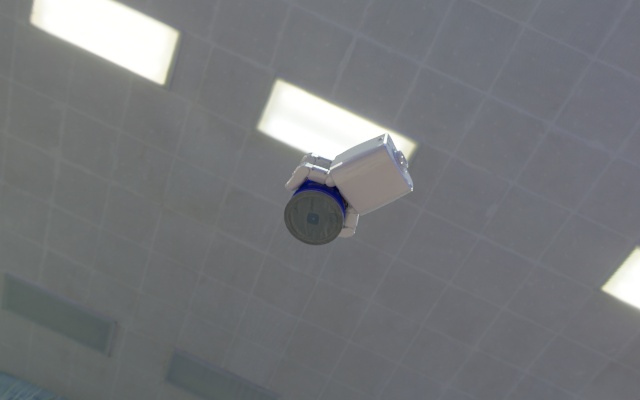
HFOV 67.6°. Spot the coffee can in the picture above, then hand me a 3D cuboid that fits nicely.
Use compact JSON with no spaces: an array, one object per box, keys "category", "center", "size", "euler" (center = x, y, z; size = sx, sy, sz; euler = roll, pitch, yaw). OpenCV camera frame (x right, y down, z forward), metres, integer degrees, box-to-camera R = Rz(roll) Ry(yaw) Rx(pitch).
[{"category":"coffee can","center":[0.000,0.003,0.868],"size":[0.103,0.103,0.140],"euler":[0,25,11]}]
